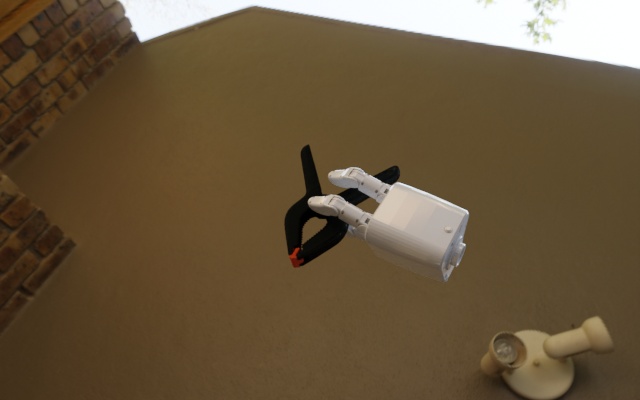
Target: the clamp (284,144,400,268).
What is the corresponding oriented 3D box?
[{"bbox_3d":[0.000,0.003,0.705,0.164,0.210,0.036,22,-30,26],"label":"clamp"}]
